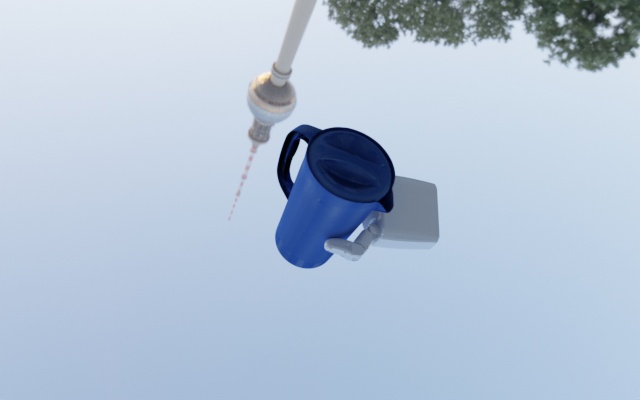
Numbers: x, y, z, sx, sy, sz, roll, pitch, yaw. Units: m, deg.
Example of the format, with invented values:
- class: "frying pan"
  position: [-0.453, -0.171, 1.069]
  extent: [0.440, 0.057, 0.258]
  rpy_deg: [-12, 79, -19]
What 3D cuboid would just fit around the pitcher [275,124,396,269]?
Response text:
- class: "pitcher"
  position: [0.000, 0.003, 0.752]
  extent: [0.145, 0.149, 0.243]
  rpy_deg: [6, -35, -19]
